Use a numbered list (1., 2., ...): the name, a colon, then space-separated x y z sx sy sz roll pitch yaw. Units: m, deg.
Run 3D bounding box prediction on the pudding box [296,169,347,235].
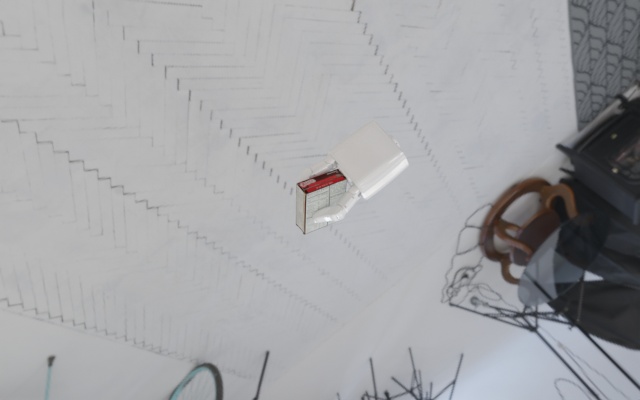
1. pudding box: 0.000 0.003 0.899 0.090 0.114 0.039 -20 47 -23
